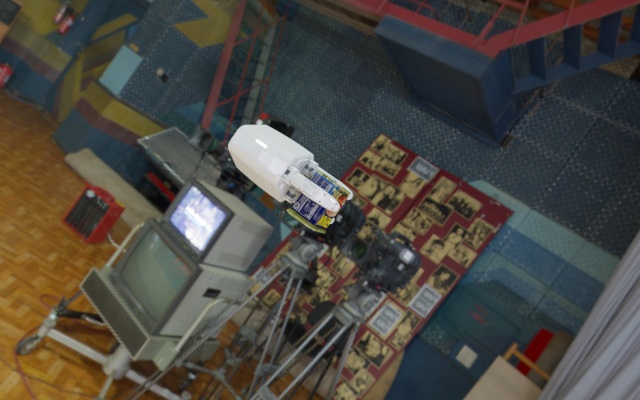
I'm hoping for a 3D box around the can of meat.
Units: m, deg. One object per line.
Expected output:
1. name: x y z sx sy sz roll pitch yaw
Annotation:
1. can of meat: 0.000 0.002 0.790 0.057 0.084 0.102 35 2 16
